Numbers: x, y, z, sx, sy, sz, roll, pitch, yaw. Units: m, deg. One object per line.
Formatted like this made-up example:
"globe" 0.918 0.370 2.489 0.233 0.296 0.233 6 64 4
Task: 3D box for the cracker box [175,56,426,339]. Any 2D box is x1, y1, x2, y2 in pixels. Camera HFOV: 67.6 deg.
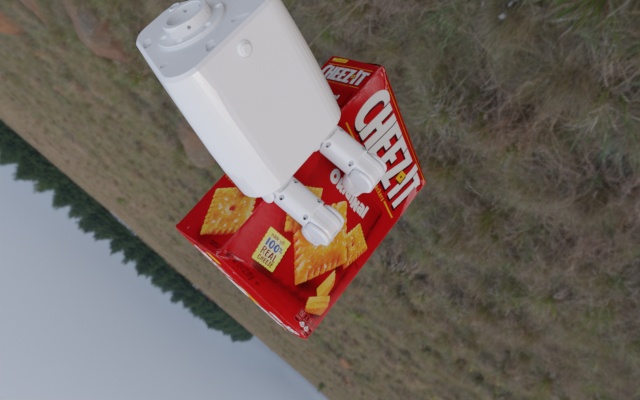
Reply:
"cracker box" 0.000 0.002 0.446 0.072 0.213 0.164 25 -22 40
